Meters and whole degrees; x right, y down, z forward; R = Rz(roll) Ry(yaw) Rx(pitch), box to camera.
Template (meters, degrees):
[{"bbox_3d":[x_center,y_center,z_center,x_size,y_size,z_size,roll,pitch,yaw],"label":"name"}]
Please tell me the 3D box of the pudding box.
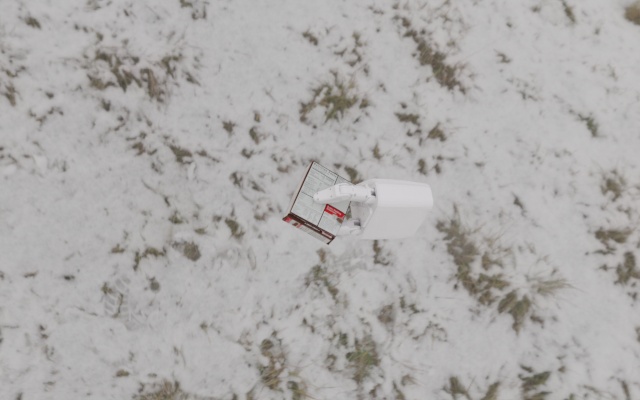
[{"bbox_3d":[0.000,0.003,0.789,0.090,0.113,0.039,29,-32,-9],"label":"pudding box"}]
